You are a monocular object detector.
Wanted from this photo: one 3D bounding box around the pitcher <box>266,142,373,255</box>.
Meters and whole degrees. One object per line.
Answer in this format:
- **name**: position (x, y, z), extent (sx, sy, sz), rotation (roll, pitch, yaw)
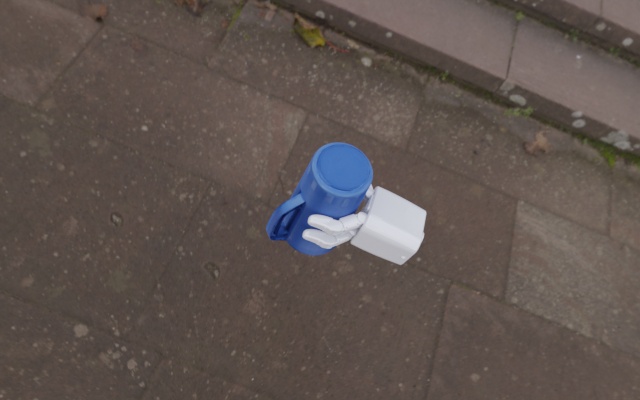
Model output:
- **pitcher**: position (0.000, 0.003, 0.886), extent (0.145, 0.149, 0.243), rotation (26, -31, -1)
